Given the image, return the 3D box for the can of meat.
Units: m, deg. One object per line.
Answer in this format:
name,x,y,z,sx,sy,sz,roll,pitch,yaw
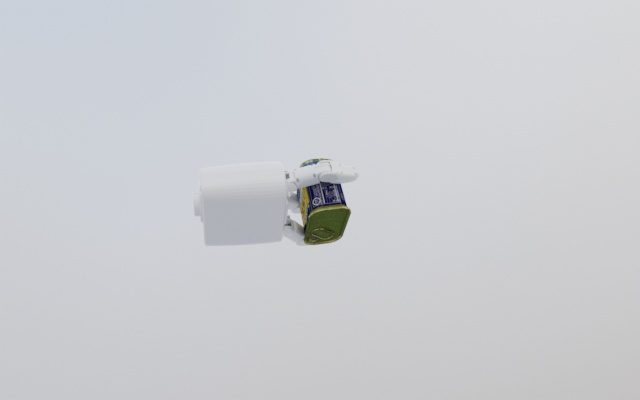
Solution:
can of meat,0.000,0.002,0.668,0.057,0.084,0.102,-7,-30,-12
